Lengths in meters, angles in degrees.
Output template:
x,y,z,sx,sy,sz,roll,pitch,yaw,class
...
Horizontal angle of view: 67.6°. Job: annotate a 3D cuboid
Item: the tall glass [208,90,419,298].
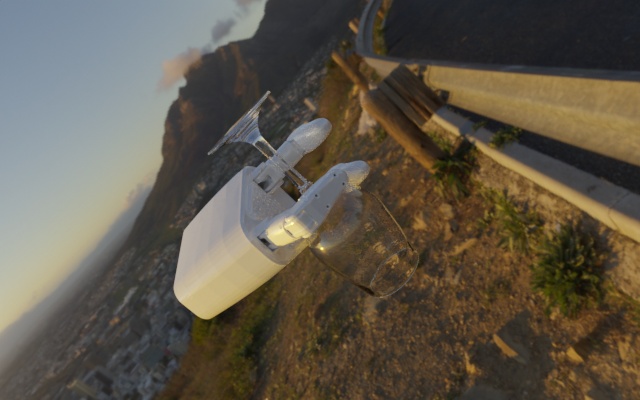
x,y,z,sx,sy,sz,roll,pitch,yaw,class
0.000,0.001,0.425,0.201,0.079,0.079,44,-14,-15,tall glass
